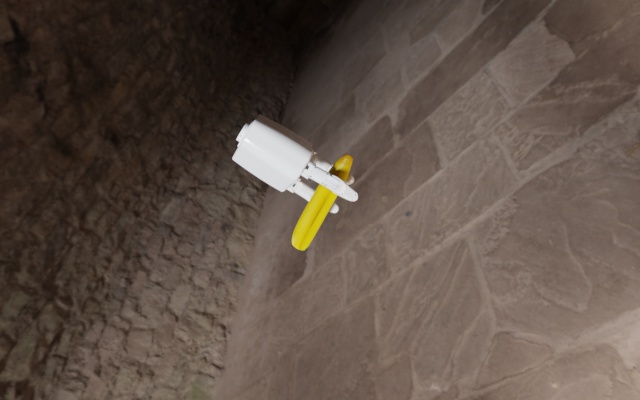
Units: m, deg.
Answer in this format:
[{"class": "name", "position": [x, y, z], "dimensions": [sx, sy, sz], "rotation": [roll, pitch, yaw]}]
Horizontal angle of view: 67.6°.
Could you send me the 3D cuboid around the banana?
[{"class": "banana", "position": [-0.004, 0.011, 0.803], "dimensions": [0.037, 0.198, 0.069], "rotation": [28, 20, -2]}]
